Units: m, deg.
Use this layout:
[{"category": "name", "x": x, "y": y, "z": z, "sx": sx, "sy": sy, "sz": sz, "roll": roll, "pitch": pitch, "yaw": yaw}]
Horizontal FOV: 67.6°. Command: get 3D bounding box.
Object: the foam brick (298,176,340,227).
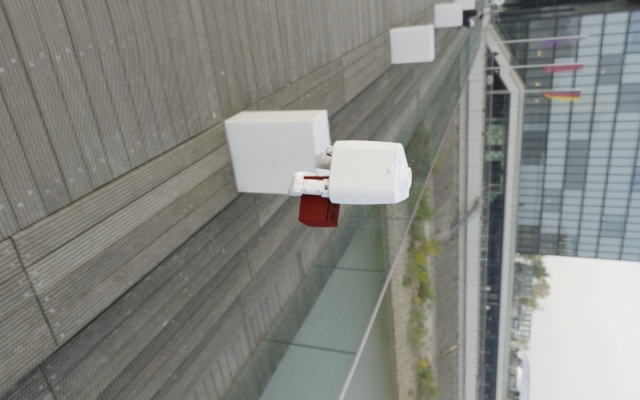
[{"category": "foam brick", "x": 0.000, "y": 0.003, "z": 0.784, "sx": 0.051, "sy": 0.078, "sz": 0.053, "roll": 3, "pitch": -11, "yaw": 21}]
